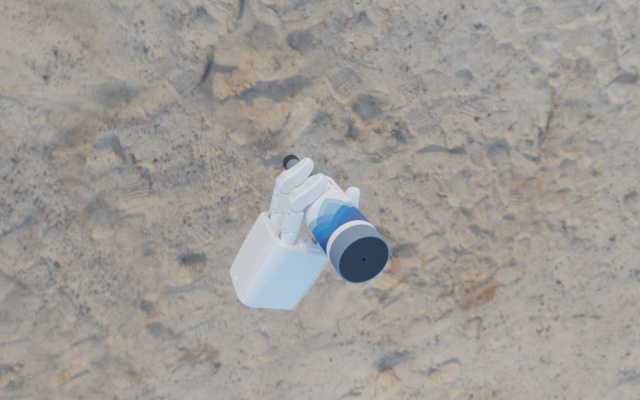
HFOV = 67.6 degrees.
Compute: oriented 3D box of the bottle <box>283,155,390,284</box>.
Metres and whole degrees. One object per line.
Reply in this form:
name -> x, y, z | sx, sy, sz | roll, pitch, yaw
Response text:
bottle -> 0.000, 0.002, 0.665 | 0.069, 0.069, 0.295 | 0, 27, -22
